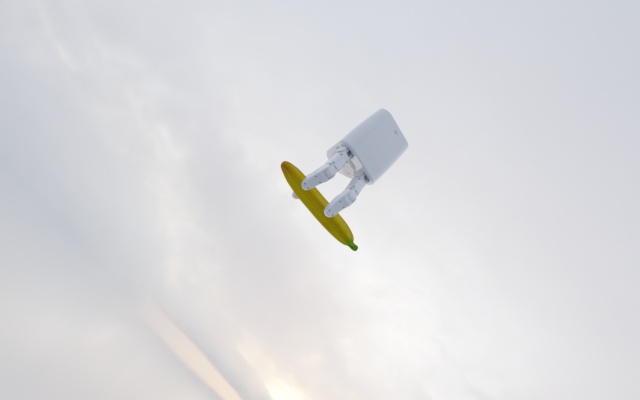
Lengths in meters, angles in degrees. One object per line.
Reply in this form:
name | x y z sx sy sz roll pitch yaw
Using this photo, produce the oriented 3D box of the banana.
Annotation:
banana | 0.000 0.009 0.841 0.037 0.198 0.070 -41 -3 -14
